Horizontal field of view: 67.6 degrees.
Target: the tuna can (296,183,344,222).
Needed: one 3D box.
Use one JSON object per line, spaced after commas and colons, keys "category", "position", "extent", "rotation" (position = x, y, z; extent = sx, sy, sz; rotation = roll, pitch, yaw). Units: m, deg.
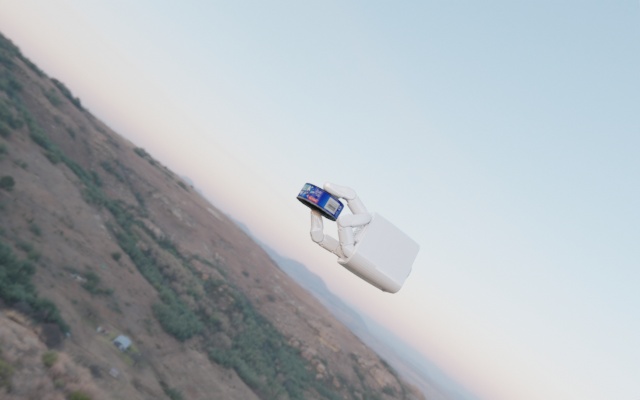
{"category": "tuna can", "position": [0.000, 0.002, 0.872], "extent": [0.086, 0.033, 0.086], "rotation": [31, -8, 5]}
